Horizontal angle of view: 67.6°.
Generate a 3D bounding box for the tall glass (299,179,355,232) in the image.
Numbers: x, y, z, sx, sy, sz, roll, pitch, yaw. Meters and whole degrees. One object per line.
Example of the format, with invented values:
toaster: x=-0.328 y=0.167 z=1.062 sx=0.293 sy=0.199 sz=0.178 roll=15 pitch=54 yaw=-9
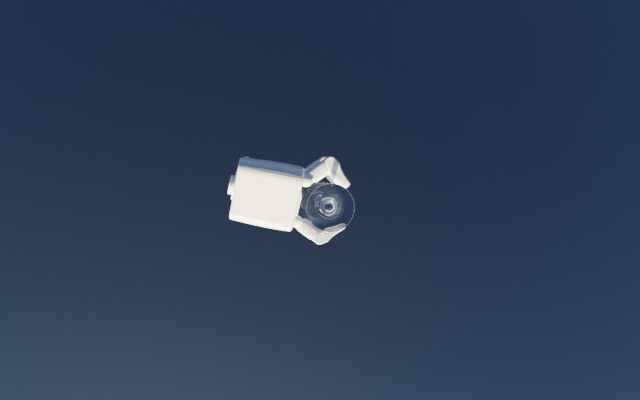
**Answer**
tall glass: x=0.000 y=0.003 z=0.820 sx=0.079 sy=0.079 sz=0.201 roll=0 pitch=5 yaw=-9
